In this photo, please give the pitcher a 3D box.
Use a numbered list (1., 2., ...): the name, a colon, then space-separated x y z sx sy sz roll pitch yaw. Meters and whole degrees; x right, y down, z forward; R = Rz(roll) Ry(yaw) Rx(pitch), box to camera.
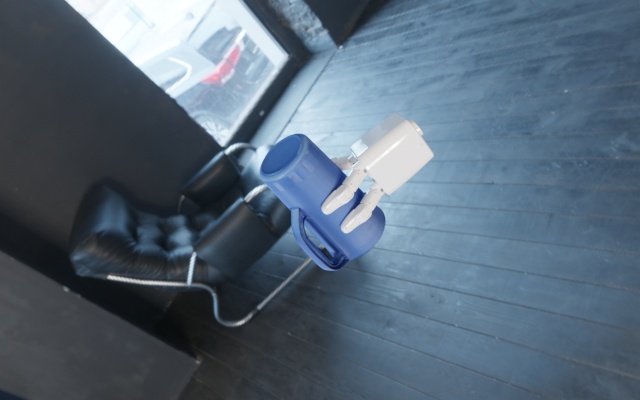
1. pitcher: 0.000 0.003 0.866 0.243 0.145 0.149 45 12 -34
